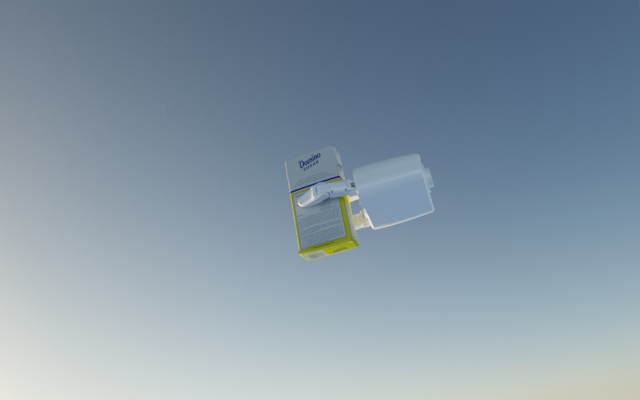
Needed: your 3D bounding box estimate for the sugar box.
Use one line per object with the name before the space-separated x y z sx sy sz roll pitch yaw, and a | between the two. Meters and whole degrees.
sugar box | 0.000 0.003 0.797 0.093 0.176 0.048 -17 -29 15
